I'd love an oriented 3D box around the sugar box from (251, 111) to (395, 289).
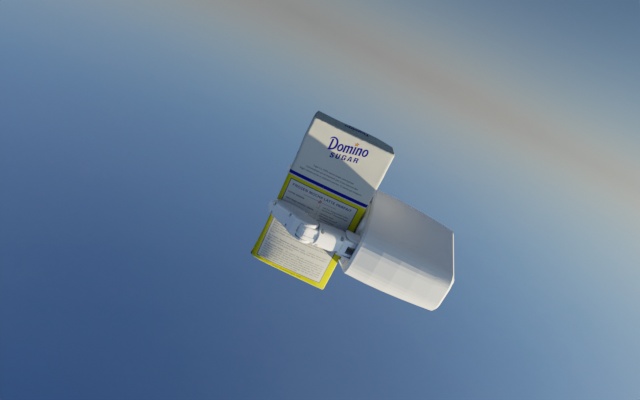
[{"bbox_3d":[0.000,0.002,0.524,0.093,0.176,0.048,26,18,-3],"label":"sugar box"}]
